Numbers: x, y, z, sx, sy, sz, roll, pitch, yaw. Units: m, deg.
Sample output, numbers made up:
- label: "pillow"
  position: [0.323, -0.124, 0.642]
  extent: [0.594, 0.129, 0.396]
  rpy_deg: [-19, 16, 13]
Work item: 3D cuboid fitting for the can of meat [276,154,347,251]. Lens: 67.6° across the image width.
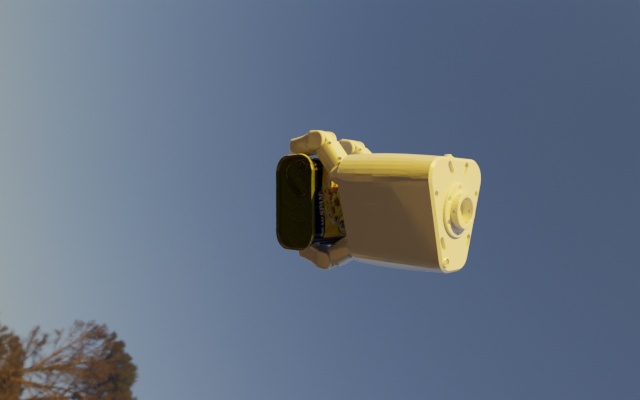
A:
- label: "can of meat"
  position: [0.000, 0.002, 0.535]
  extent: [0.084, 0.102, 0.057]
  rpy_deg: [0, 0, -45]
